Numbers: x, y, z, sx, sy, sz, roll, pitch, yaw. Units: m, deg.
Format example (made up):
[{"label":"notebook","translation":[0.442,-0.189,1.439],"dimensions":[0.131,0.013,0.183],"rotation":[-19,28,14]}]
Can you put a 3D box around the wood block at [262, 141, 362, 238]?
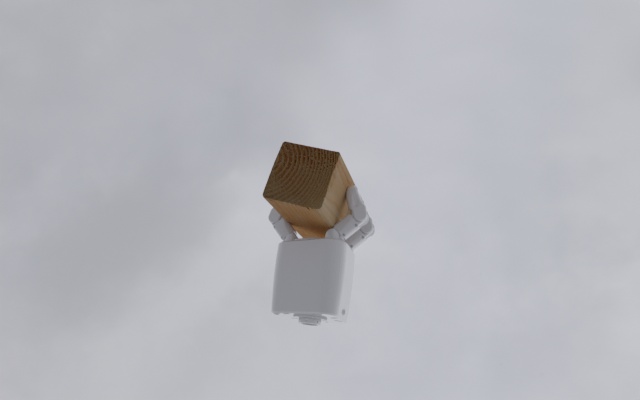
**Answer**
[{"label":"wood block","translation":[0.000,0.003,0.737],"dimensions":[0.091,0.090,0.206],"rotation":[13,-18,20]}]
